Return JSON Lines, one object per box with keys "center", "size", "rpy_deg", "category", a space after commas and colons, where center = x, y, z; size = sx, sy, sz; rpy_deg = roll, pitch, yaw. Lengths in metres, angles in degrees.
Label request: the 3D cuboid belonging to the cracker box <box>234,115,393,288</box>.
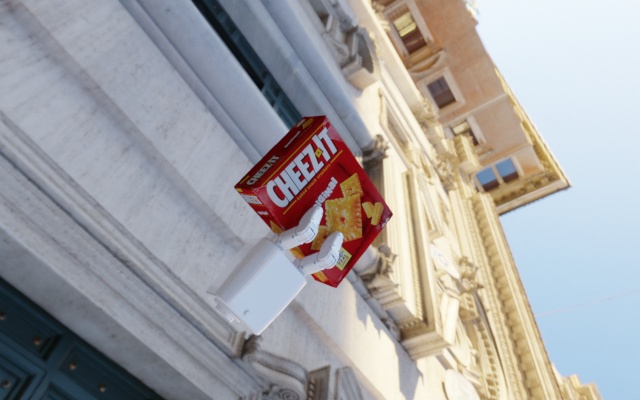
{"center": [0.000, 0.003, 0.737], "size": [0.164, 0.214, 0.072], "rpy_deg": [-48, 28, -21], "category": "cracker box"}
